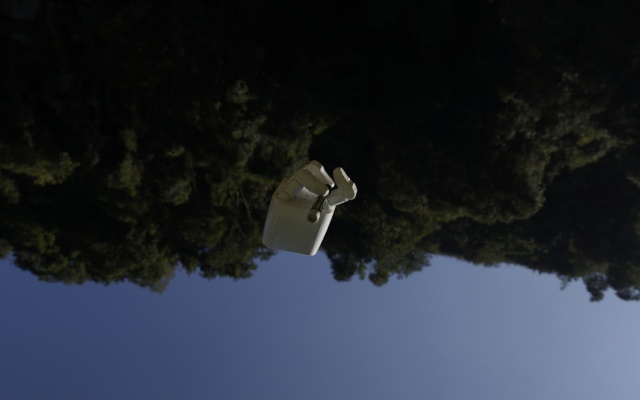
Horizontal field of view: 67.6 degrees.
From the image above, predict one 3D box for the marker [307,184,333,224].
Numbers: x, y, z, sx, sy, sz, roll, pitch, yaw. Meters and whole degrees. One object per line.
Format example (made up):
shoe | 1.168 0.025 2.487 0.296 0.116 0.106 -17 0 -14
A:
marker | 0.000 0.003 0.816 0.020 0.020 0.121 0 26 15
